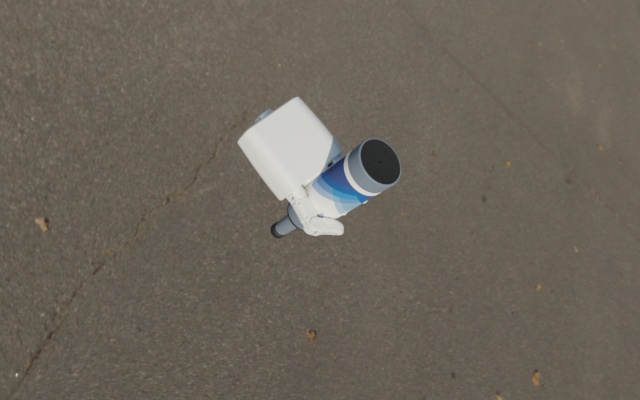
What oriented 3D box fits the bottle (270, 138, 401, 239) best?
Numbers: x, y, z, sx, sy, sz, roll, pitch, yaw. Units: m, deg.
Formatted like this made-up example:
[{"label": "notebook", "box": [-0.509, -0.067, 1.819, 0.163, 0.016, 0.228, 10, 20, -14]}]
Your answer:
[{"label": "bottle", "box": [0.000, 0.002, 0.711, 0.069, 0.069, 0.296, 0, -20, -33]}]
